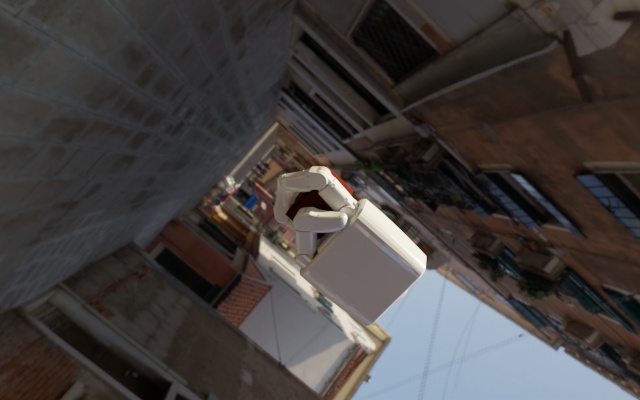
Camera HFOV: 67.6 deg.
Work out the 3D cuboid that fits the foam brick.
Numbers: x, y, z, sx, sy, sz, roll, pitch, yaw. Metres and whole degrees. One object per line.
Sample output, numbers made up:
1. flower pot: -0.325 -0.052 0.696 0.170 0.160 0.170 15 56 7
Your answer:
1. foam brick: 0.000 0.002 0.596 0.053 0.051 0.078 -46 8 28
